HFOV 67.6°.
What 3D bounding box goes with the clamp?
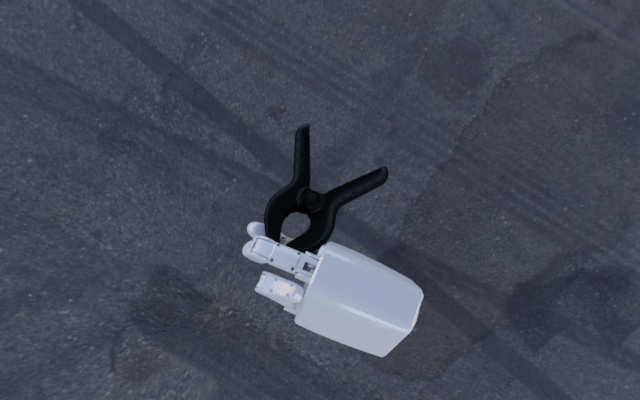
[{"bbox_3d":[0.000,0.002,0.539,0.120,0.171,0.039,20,-18,10],"label":"clamp"}]
